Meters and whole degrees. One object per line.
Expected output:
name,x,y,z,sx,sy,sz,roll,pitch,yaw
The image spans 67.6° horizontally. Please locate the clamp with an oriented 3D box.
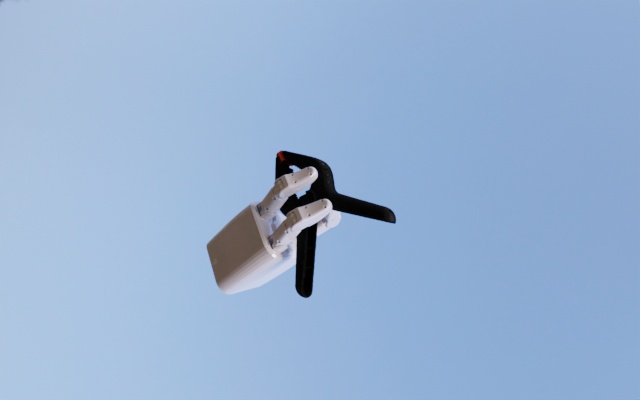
clamp,0.000,0.002,0.647,0.164,0.210,0.036,-36,-32,20
